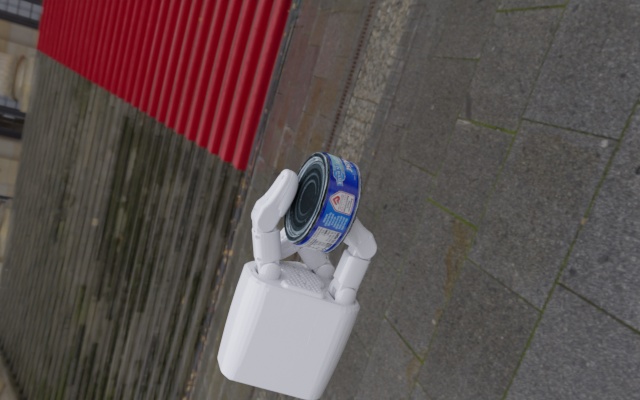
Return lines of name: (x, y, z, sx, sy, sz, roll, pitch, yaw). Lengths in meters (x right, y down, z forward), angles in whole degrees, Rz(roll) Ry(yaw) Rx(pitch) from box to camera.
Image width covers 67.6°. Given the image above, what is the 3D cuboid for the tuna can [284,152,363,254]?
tuna can: (0.000, 0.001, 0.421, 0.034, 0.086, 0.086, 18, -7, -22)
